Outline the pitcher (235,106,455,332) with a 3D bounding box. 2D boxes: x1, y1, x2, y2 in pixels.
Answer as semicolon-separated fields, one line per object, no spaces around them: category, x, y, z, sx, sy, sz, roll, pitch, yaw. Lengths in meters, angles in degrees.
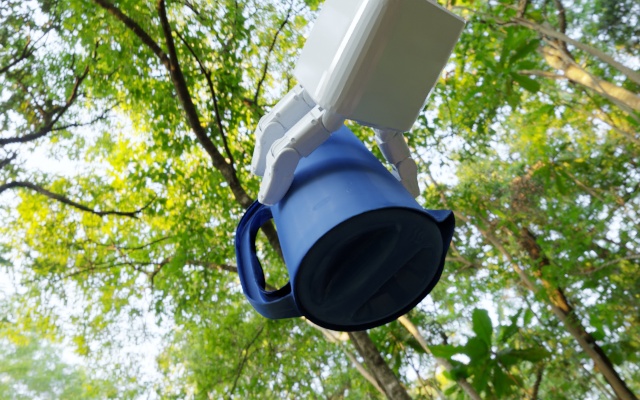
pitcher;0.000;0.001;0.470;0.149;0.145;0.242;12;28;-27
